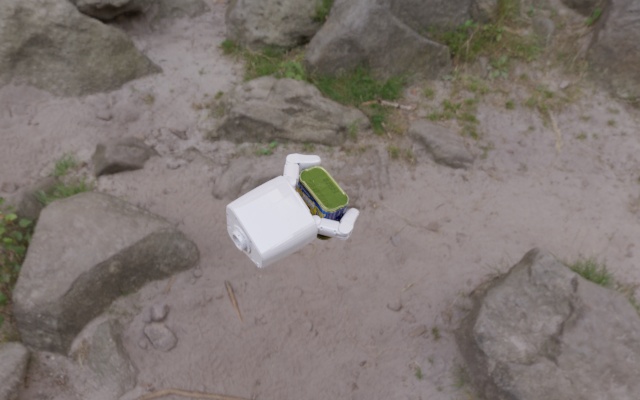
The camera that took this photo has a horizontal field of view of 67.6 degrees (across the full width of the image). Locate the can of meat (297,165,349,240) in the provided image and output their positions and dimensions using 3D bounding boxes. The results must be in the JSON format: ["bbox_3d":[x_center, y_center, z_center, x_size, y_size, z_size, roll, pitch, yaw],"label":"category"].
[{"bbox_3d":[0.000,0.003,0.816,0.057,0.102,0.084,-26,-28,-25],"label":"can of meat"}]
